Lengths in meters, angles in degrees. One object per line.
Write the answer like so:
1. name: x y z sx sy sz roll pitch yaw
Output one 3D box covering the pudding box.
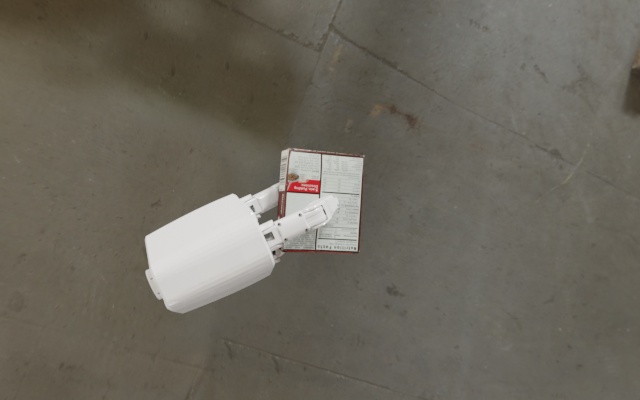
1. pudding box: 0.000 0.002 0.532 0.090 0.113 0.039 4 1 -16
